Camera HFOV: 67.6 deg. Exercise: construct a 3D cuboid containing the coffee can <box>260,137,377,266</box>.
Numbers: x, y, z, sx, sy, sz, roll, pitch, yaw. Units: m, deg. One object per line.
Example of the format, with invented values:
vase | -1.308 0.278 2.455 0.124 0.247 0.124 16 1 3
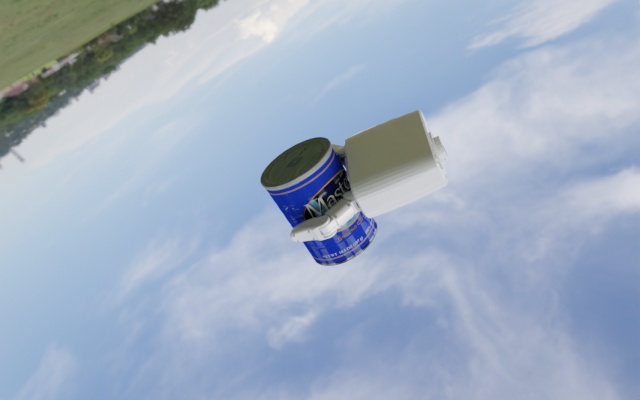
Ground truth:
coffee can | 0.000 0.002 0.636 0.103 0.140 0.102 -25 28 14
